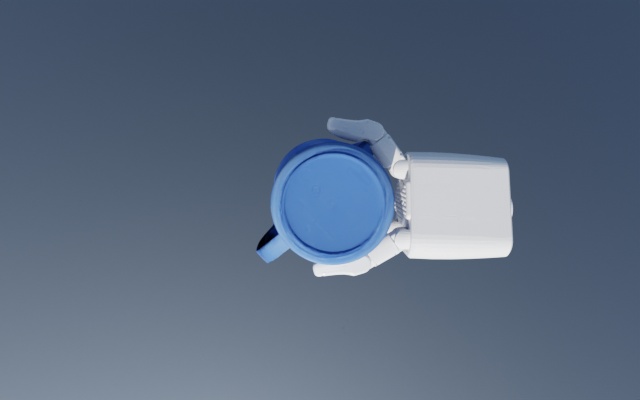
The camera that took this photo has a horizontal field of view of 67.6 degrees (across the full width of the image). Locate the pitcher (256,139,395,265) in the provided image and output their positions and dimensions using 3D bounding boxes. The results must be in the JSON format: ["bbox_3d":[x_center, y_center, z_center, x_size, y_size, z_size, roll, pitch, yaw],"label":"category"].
[{"bbox_3d":[0.000,0.002,0.522,0.145,0.149,0.243,3,5,-2],"label":"pitcher"}]
